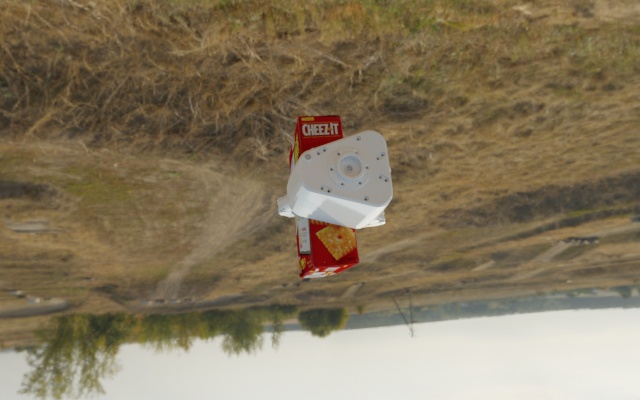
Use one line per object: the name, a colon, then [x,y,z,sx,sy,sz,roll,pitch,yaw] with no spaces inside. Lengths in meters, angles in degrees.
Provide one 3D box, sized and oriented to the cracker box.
cracker box: [0.000,0.003,0.721,0.072,0.213,0.164,-3,-14,-9]
